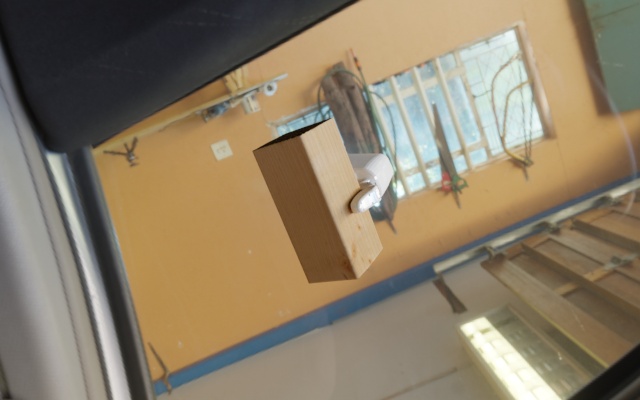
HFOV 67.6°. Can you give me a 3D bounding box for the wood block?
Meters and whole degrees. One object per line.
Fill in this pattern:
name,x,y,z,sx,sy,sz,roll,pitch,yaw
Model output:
wood block,0.001,0.002,0.670,0.091,0.206,0.090,-13,16,36
